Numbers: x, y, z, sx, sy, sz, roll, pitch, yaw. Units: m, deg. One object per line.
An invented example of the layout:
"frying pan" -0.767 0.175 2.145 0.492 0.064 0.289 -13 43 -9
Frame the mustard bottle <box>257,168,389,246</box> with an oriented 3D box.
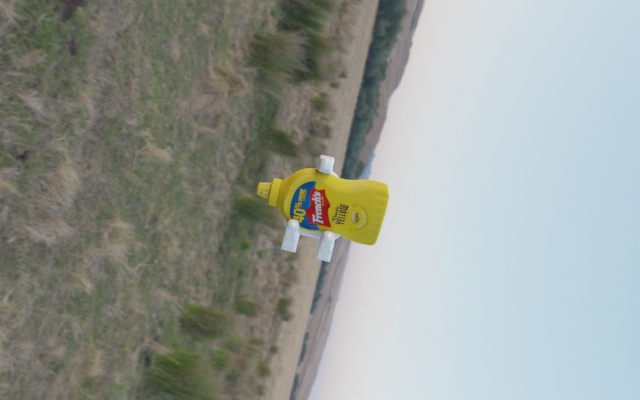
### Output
"mustard bottle" 0.000 0.002 0.714 0.191 0.096 0.058 13 27 0
